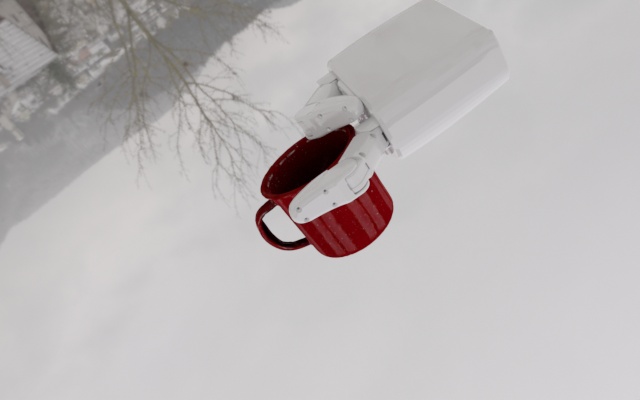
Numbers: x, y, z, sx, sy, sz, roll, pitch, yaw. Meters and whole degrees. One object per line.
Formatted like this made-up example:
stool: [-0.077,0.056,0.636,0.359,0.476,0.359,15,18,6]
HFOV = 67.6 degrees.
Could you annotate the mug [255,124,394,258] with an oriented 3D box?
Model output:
mug: [-0.001,0.002,0.408,0.117,0.081,0.093,-36,27,4]
